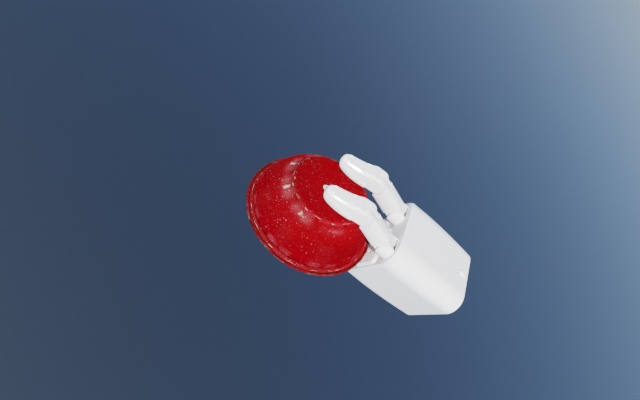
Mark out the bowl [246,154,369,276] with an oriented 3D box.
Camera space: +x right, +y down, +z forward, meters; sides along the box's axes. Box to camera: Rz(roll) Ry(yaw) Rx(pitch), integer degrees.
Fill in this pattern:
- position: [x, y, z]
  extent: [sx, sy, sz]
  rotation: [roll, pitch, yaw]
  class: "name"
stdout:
- position: [-0.001, 0.001, 0.547]
  extent: [0.162, 0.162, 0.055]
  rotation: [0, -32, -30]
  class: "bowl"
